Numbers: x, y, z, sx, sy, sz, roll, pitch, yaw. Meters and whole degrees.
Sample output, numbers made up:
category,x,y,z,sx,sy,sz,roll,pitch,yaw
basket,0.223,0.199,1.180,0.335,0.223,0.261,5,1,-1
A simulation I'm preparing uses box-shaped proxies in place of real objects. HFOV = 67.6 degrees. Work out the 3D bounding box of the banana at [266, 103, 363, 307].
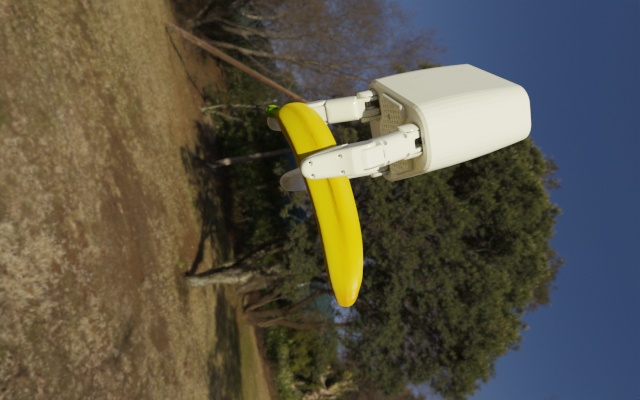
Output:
category,x,y,z,sx,sy,sz,roll,pitch,yaw
banana,0.003,-0.006,0.411,0.037,0.198,0.070,-17,-8,-16
